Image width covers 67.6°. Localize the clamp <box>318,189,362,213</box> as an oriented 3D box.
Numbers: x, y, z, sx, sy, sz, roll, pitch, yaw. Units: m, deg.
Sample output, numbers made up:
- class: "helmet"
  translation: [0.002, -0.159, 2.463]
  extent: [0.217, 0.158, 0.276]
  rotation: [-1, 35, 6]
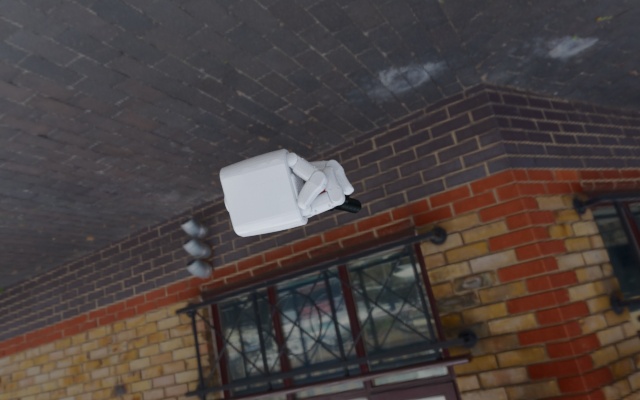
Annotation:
- class: "clamp"
  translation: [0.000, 0.003, 0.808]
  extent: [0.120, 0.039, 0.171]
  rotation: [-13, -16, 10]
